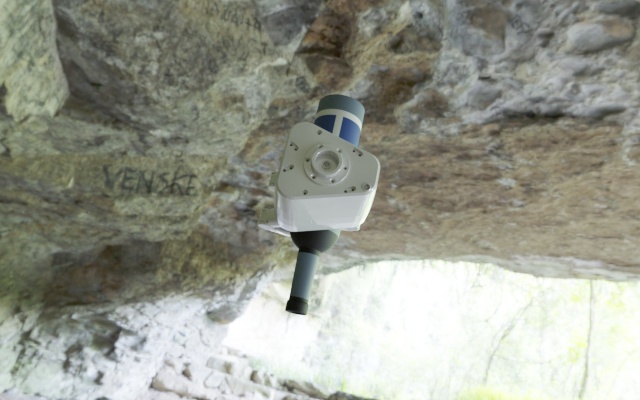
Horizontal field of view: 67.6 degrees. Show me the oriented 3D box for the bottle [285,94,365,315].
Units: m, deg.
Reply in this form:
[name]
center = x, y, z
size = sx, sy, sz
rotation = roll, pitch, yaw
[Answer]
[bottle]
center = 0.000, 0.002, 0.631
size = 0.069, 0.295, 0.069
rotation = 11, -20, 4
